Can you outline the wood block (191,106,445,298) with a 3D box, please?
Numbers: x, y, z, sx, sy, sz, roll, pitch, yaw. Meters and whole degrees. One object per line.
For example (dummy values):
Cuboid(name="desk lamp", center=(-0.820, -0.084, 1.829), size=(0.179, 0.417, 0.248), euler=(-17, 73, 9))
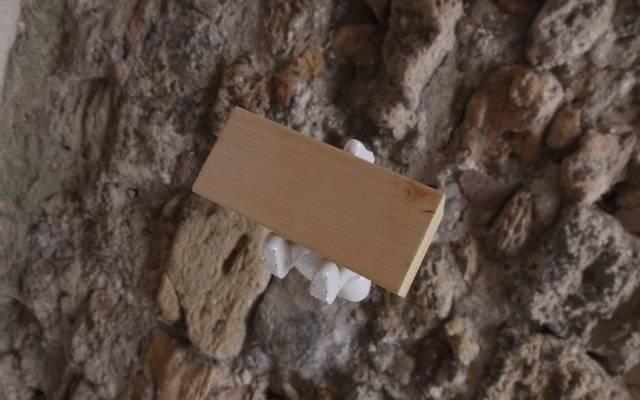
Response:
Cuboid(name="wood block", center=(0.000, 0.001, 0.445), size=(0.206, 0.091, 0.090), euler=(25, -6, 18))
